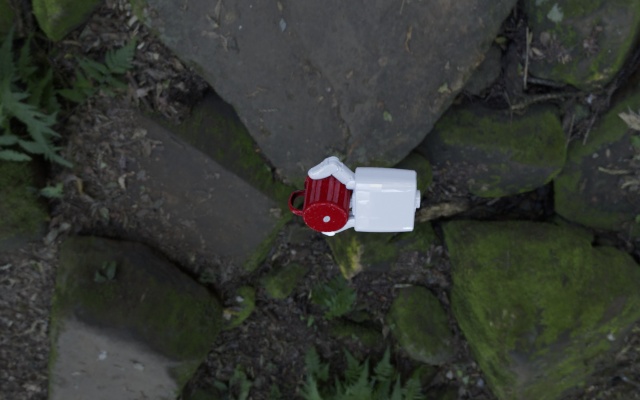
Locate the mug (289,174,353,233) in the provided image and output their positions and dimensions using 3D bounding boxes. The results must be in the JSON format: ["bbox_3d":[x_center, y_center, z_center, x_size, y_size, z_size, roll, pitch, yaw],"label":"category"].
[{"bbox_3d":[-0.001,0.003,0.859,0.117,0.081,0.093,1,-43,7],"label":"mug"}]
